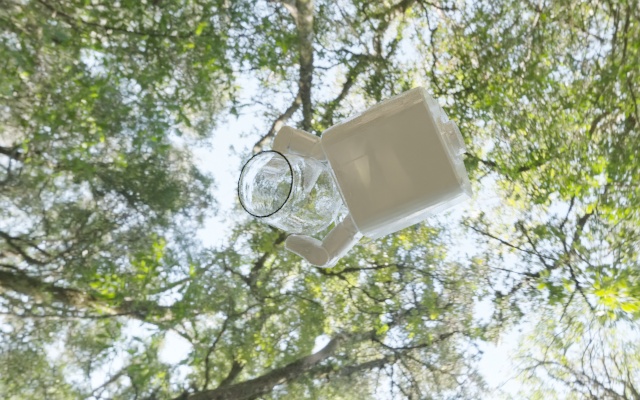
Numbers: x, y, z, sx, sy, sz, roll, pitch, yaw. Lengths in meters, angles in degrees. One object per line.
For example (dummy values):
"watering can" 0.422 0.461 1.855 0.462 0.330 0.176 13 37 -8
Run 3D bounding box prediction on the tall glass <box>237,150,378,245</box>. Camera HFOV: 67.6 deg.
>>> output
"tall glass" 0.000 0.002 0.506 0.079 0.079 0.201 0 -10 31
